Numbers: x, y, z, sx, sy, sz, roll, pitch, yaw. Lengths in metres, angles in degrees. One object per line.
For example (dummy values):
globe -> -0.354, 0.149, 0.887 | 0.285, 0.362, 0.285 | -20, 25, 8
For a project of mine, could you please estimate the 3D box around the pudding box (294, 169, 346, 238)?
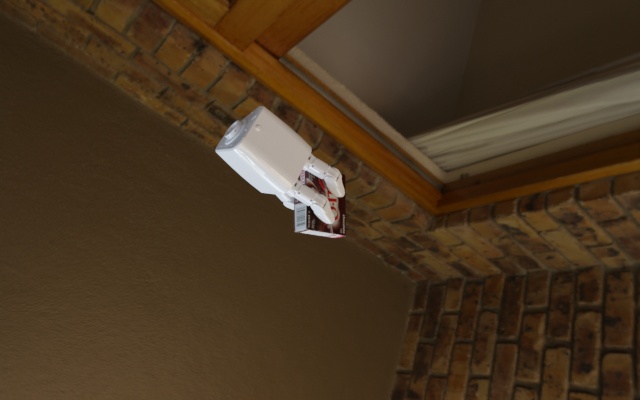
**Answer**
pudding box -> 0.000, 0.003, 0.804 | 0.090, 0.113, 0.039 | 12, -16, -40
